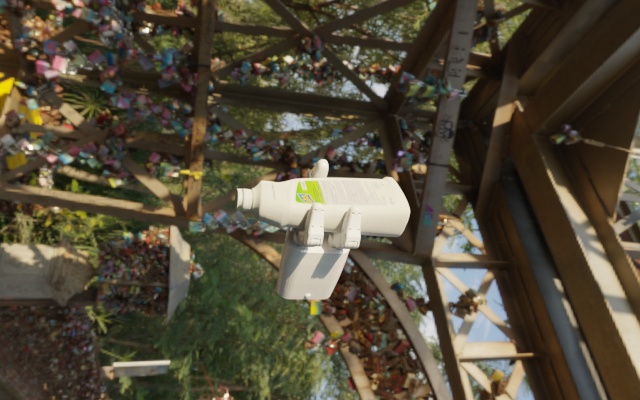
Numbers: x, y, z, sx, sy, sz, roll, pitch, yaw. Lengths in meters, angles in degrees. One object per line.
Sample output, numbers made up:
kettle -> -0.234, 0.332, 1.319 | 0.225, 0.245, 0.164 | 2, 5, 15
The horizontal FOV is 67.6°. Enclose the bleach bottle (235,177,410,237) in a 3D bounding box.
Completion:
bleach bottle -> 0.000, 0.002, 0.707 | 0.251, 0.068, 0.102 | 4, 34, -18
